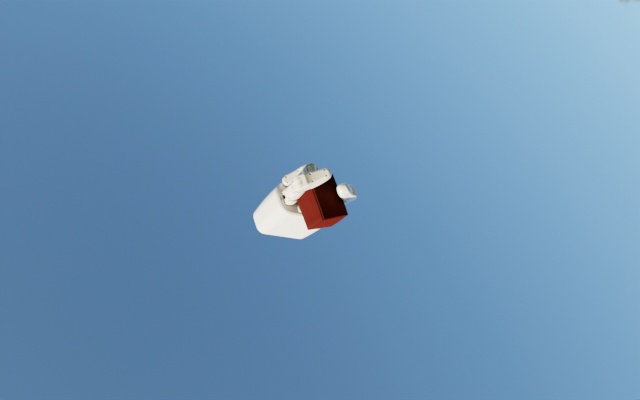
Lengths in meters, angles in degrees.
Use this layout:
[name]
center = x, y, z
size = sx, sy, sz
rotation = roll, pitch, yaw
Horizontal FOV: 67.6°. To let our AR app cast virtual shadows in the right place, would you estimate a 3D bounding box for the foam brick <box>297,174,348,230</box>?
[foam brick]
center = 0.000, 0.003, 0.780
size = 0.053, 0.078, 0.051
rotation = -7, -21, -37
